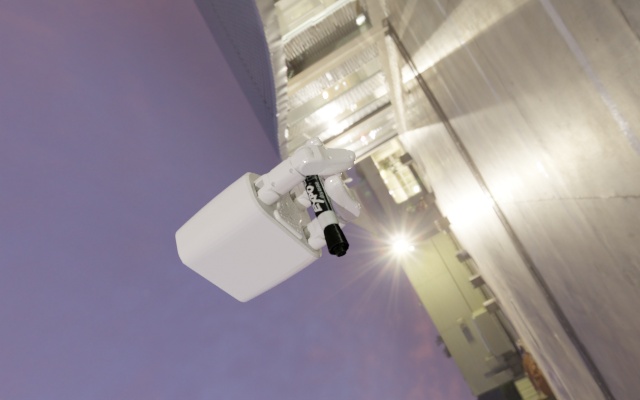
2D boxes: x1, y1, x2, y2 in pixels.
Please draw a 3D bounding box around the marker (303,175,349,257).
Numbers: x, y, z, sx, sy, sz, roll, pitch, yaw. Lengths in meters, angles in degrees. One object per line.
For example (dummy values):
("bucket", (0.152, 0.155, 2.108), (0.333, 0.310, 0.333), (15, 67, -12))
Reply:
("marker", (0.000, 0.001, 0.442), (0.020, 0.121, 0.020), (-13, -38, -11))
